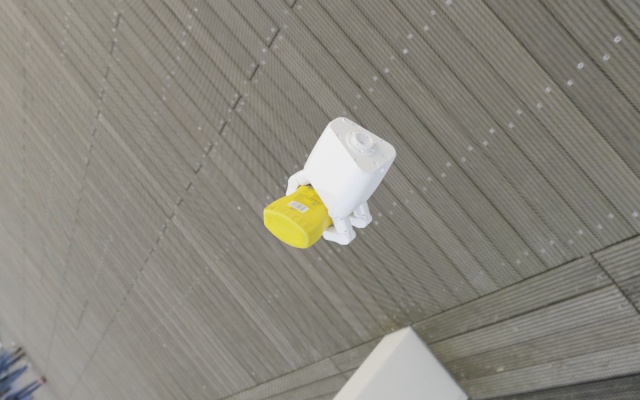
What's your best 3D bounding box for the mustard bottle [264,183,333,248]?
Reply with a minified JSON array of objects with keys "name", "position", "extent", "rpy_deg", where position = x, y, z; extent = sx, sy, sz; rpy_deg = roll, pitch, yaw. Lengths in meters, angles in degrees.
[{"name":"mustard bottle","position":[0.000,0.003,0.810],"extent":[0.096,0.058,0.191],"rpy_deg":[25,42,29]}]
